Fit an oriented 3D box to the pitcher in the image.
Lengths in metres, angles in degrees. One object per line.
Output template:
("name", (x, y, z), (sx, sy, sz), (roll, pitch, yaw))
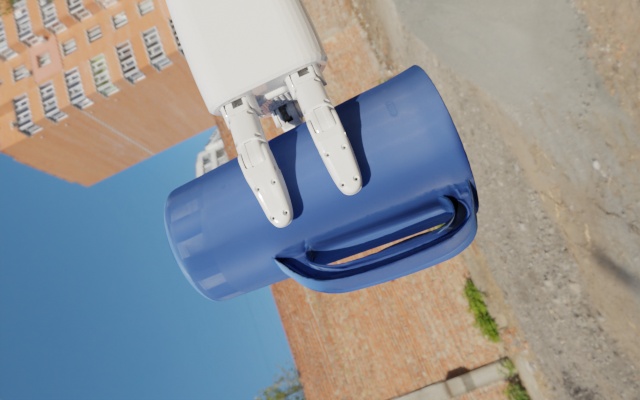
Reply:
("pitcher", (0.000, 0.001, 0.400), (0.243, 0.145, 0.149), (-23, 0, 6))
